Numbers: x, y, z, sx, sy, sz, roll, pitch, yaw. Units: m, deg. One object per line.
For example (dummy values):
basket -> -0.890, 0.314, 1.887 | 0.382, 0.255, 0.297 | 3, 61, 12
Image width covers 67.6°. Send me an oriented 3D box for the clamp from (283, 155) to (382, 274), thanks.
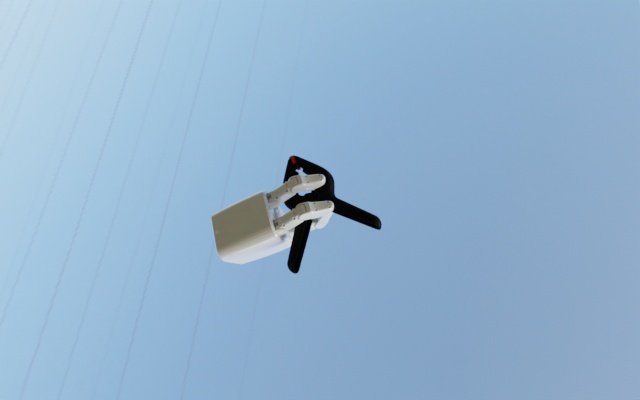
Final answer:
clamp -> 0.000, 0.003, 0.803 | 0.164, 0.209, 0.036 | -22, -32, 6
